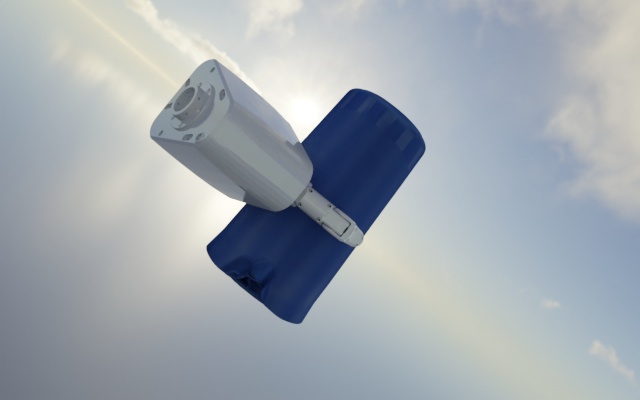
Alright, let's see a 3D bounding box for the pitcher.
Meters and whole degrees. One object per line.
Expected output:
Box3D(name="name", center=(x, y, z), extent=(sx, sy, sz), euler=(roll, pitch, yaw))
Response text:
Box3D(name="pitcher", center=(0.000, 0.002, 0.532), extent=(0.145, 0.243, 0.149), euler=(40, 0, -42))
